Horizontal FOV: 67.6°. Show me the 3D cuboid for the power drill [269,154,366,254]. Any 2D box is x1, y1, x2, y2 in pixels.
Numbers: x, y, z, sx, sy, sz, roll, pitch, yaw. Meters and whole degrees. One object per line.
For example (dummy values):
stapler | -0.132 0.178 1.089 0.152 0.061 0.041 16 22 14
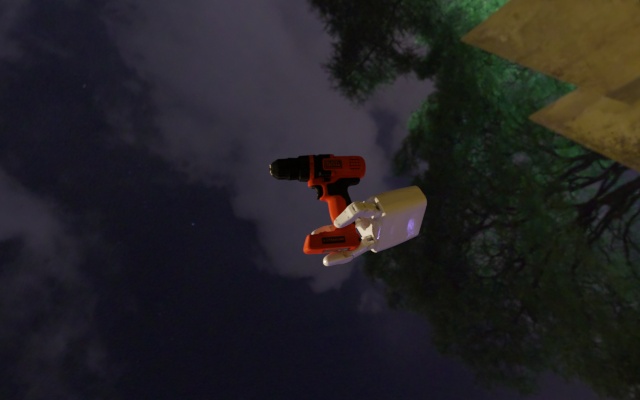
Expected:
power drill | 0.000 0.003 0.894 0.184 0.187 0.057 -3 -14 -6
